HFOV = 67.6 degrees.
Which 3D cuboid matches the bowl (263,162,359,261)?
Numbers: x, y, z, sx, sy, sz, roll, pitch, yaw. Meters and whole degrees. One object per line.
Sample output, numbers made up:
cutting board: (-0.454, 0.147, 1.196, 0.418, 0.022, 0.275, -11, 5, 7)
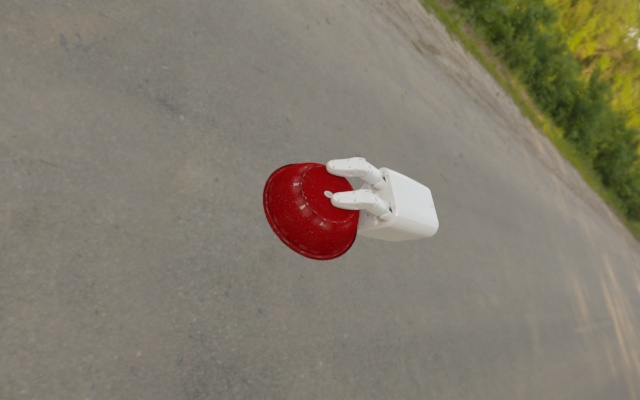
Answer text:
bowl: (-0.001, 0.002, 0.690, 0.162, 0.162, 0.055, 0, -28, -34)
